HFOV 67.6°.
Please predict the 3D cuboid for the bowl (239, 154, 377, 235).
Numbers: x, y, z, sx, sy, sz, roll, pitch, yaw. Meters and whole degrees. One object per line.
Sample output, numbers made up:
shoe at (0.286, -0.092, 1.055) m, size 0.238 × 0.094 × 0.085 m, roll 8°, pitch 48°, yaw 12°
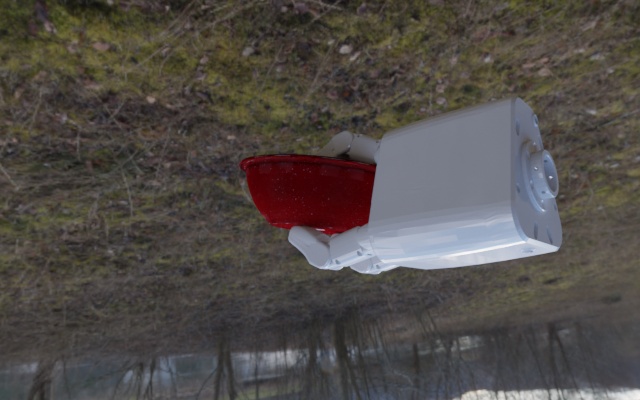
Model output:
bowl at (-0.001, 0.002, 0.455) m, size 0.162 × 0.055 × 0.162 m, roll 6°, pitch -7°, yaw 1°
